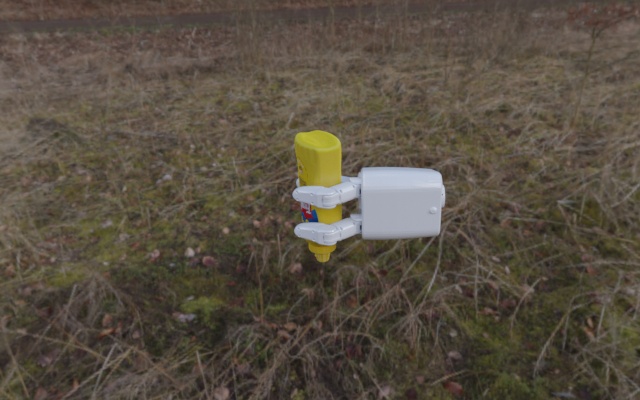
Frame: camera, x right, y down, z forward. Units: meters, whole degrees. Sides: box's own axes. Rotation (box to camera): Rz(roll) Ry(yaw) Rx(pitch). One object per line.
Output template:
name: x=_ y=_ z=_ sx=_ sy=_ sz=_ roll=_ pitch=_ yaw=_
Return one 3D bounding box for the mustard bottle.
mustard bottle: x=0.000 y=0.002 z=0.687 sx=0.058 sy=0.192 sz=0.096 roll=-12 pitch=25 yaw=-18
